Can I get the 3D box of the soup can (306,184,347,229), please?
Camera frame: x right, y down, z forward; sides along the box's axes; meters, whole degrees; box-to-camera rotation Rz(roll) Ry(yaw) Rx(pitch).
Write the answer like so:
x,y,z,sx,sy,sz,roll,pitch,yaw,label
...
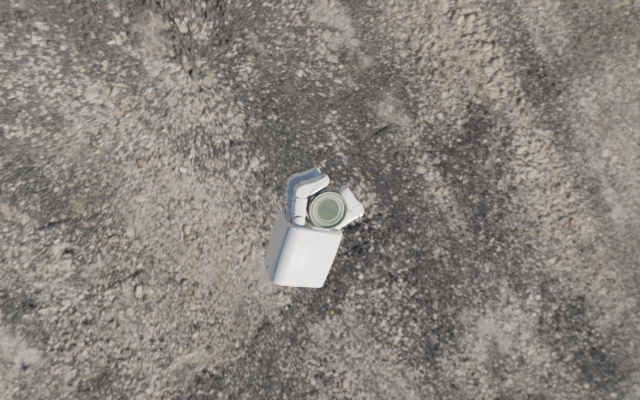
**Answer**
x,y,z,sx,sy,sz,roll,pitch,yaw,label
0.000,0.002,0.818,0.068,0.068,0.102,0,16,-15,soup can
